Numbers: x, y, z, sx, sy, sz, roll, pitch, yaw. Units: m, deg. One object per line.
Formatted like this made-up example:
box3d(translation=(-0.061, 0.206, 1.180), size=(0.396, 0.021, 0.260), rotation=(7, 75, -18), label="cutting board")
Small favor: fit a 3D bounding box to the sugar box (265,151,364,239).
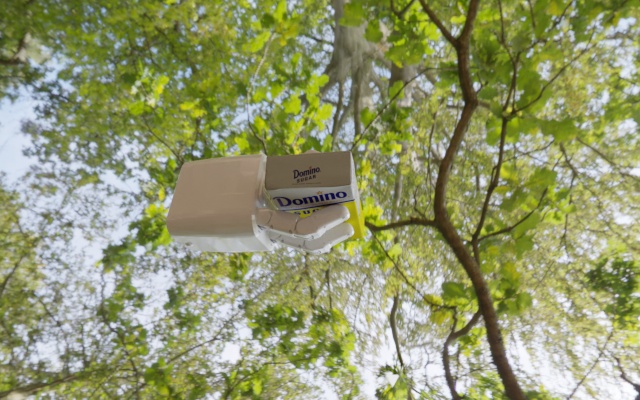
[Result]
box3d(translation=(0.000, 0.002, 0.568), size=(0.093, 0.048, 0.176), rotation=(-3, -20, 9), label="sugar box")
